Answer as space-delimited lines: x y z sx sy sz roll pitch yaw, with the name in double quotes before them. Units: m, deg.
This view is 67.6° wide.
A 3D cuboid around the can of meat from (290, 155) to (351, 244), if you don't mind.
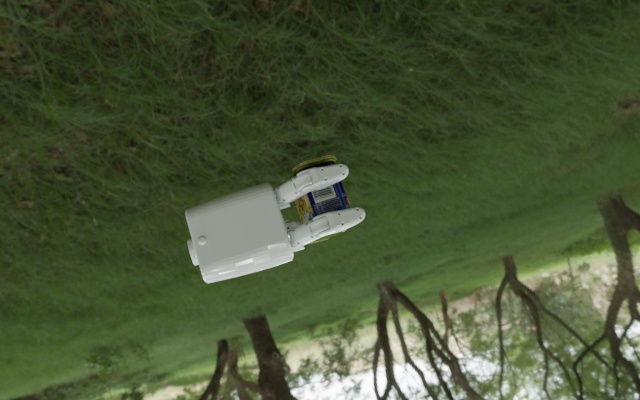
"can of meat" 0.000 0.002 0.609 0.057 0.084 0.102 -16 -14 -13
